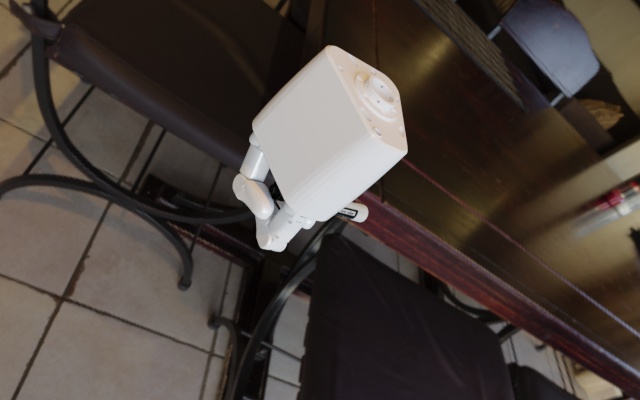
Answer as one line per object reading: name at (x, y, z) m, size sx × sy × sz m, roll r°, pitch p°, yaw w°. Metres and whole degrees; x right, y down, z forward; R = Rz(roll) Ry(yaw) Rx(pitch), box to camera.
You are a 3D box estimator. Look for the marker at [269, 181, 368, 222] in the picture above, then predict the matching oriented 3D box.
marker at (0.000, 0.002, 0.472) m, size 0.121 × 0.020 × 0.020 m, roll 16°, pitch -10°, yaw -40°
